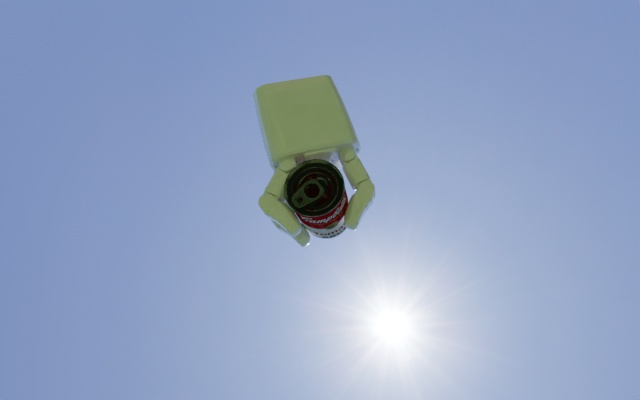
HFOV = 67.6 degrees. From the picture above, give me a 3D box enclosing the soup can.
[{"bbox_3d":[0.000,0.002,0.571,0.068,0.068,0.102,0,-19,9],"label":"soup can"}]
